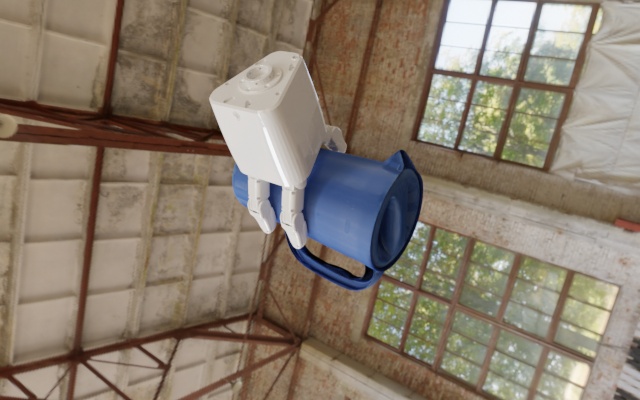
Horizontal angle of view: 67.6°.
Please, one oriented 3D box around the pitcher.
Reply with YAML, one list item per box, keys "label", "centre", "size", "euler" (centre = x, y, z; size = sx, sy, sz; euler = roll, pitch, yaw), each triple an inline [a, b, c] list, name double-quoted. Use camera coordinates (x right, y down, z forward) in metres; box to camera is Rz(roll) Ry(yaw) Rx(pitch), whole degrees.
- label: "pitcher"
  centre: [0.000, 0.002, 0.638]
  size: [0.243, 0.149, 0.145]
  euler: [19, -31, 31]
